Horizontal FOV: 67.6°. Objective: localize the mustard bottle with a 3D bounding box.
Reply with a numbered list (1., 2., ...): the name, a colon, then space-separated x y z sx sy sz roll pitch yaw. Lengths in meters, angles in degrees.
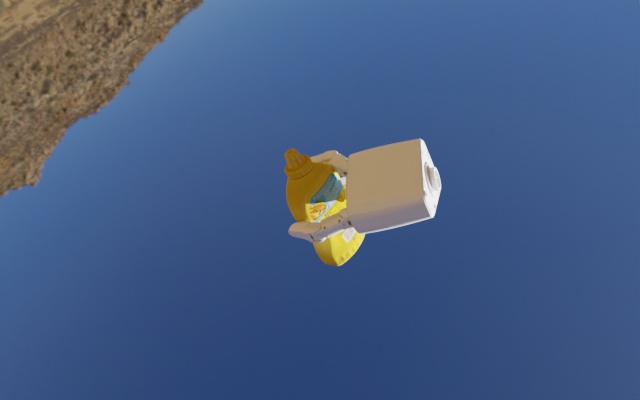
1. mustard bottle: 0.000 0.003 0.710 0.058 0.192 0.096 6 48 43
